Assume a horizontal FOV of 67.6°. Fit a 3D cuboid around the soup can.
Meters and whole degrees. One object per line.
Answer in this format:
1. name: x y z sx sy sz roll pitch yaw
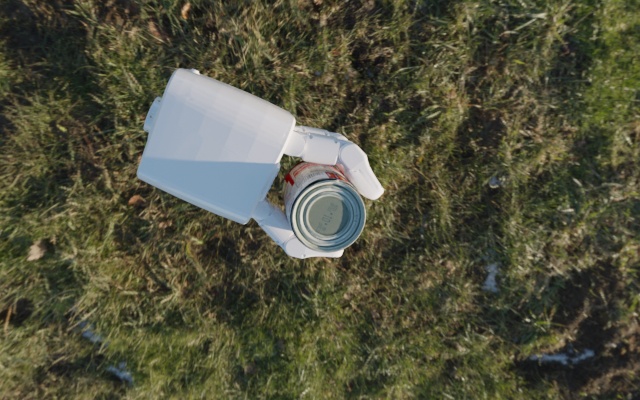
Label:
1. soup can: 0.001 0.002 0.453 0.068 0.068 0.102 0 14 -8
